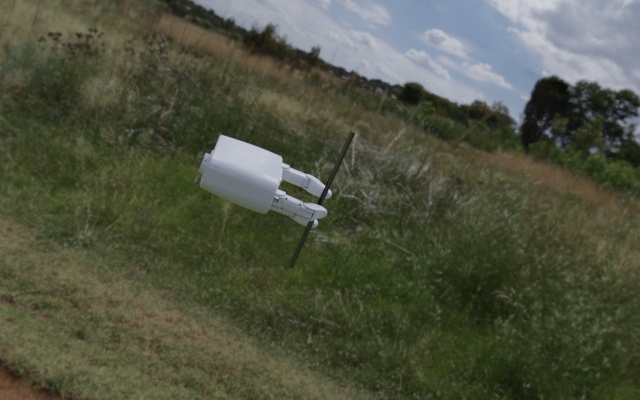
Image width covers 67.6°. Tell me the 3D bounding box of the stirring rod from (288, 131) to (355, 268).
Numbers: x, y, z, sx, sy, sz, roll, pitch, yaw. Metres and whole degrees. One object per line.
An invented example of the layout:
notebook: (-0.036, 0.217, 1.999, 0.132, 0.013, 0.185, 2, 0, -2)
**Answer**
stirring rod: (0.000, 0.003, 0.758, 0.011, 0.239, 0.011, 24, 13, -6)
